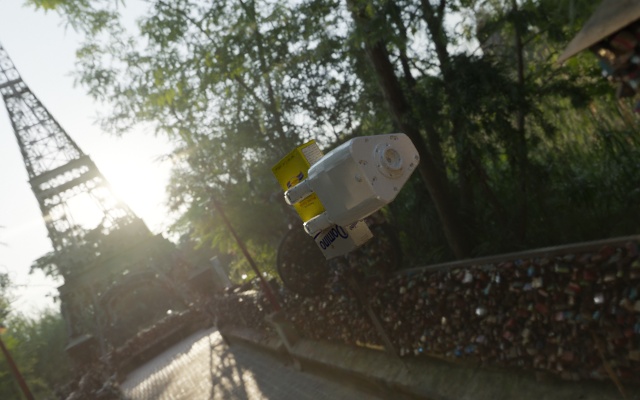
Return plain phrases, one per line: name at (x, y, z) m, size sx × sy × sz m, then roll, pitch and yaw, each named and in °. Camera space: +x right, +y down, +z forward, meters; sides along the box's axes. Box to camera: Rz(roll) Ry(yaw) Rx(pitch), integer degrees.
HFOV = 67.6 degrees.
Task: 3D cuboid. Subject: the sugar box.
sugar box at (0.000, 0.003, 0.746) m, size 0.048 × 0.176 × 0.093 m, roll -30°, pitch -1°, yaw -35°
